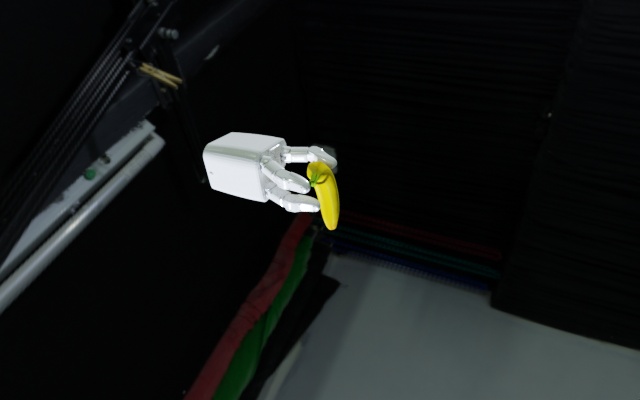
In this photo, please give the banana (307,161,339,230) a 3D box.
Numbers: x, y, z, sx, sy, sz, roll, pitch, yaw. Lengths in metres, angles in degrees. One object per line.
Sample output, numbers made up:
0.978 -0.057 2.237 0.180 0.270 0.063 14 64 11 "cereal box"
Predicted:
0.004 -0.015 0.822 0.037 0.069 0.198 10 -22 17 "banana"
